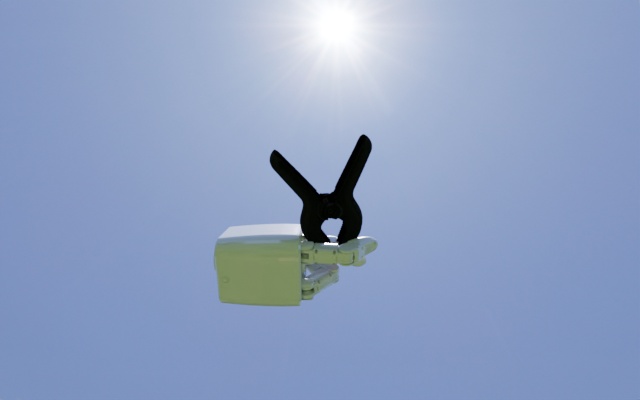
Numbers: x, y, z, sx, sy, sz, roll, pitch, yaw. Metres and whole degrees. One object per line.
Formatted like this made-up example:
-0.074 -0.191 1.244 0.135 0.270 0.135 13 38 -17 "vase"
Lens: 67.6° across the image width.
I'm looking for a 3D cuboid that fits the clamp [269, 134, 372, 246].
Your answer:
0.000 0.002 0.590 0.120 0.171 0.039 0 25 0 "clamp"
